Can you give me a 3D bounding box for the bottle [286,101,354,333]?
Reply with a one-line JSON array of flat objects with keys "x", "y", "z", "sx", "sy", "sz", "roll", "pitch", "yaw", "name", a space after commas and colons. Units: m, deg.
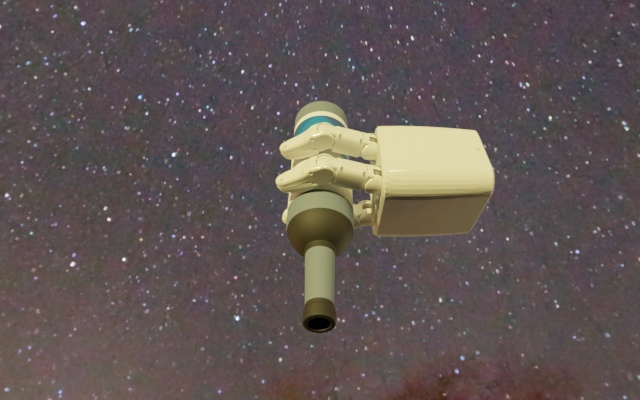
[{"x": 0.000, "y": 0.001, "z": 0.494, "sx": 0.069, "sy": 0.069, "sz": 0.295, "roll": 0, "pitch": 42, "yaw": 1, "name": "bottle"}]
